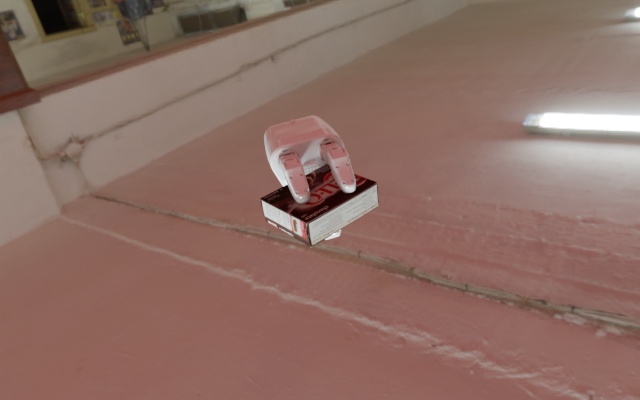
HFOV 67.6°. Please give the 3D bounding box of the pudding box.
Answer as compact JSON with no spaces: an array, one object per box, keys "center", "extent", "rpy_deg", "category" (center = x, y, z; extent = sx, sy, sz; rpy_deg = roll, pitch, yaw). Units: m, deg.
[{"center":[0.000,0.002,0.568],"extent":[0.113,0.039,0.090],"rpy_deg":[-31,35,-30],"category":"pudding box"}]
